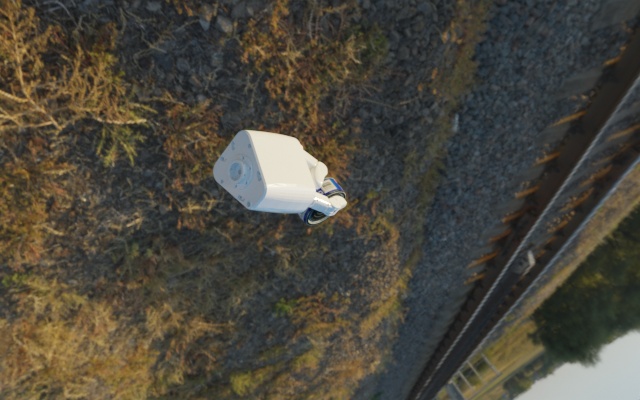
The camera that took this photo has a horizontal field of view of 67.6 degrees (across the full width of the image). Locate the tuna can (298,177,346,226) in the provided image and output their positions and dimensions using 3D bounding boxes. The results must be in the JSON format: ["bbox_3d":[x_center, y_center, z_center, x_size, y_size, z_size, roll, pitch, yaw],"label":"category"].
[{"bbox_3d":[0.000,0.003,0.804,0.086,0.033,0.086,-32,-25,-16],"label":"tuna can"}]
